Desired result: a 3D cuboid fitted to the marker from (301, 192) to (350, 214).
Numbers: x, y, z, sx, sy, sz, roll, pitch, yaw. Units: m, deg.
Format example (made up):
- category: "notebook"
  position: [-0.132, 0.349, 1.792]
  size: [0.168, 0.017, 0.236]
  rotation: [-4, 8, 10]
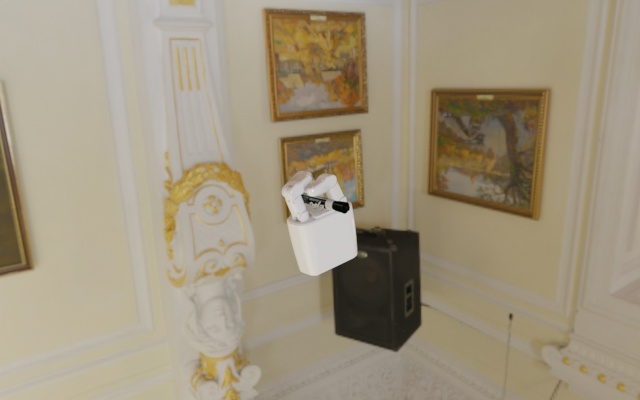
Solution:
- category: "marker"
  position: [0.000, 0.003, 0.780]
  size: [0.121, 0.020, 0.020]
  rotation: [13, 9, 43]
